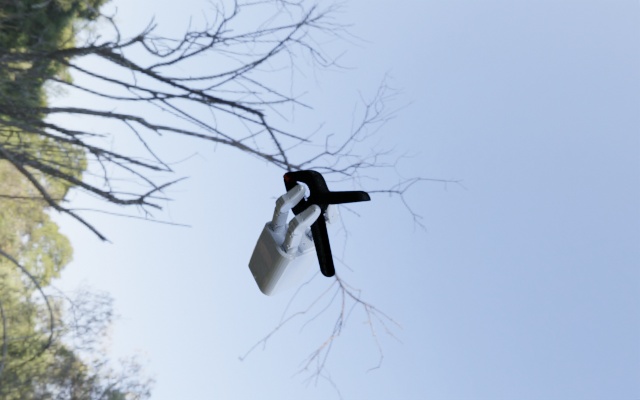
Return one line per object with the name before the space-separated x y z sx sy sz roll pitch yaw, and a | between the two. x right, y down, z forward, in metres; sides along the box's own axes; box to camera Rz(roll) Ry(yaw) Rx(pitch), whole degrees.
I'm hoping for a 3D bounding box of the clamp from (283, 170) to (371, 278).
clamp | 0.000 0.003 0.818 0.036 0.165 0.210 3 38 -39
